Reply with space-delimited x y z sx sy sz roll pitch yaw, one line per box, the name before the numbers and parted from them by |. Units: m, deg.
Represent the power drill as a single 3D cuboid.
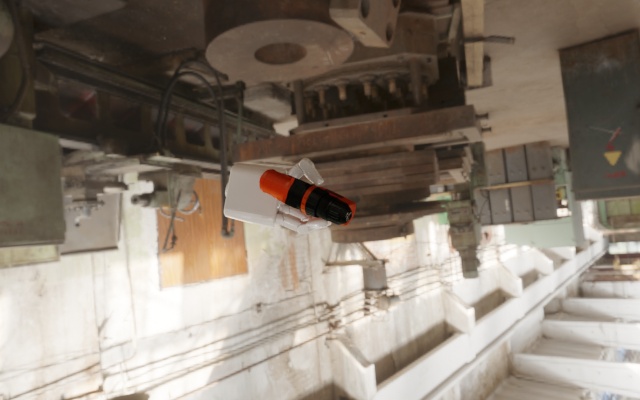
power drill | 0.000 0.003 0.888 0.184 0.057 0.188 26 1 25
